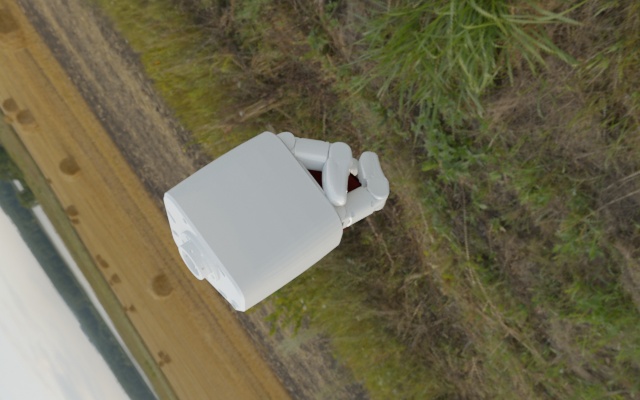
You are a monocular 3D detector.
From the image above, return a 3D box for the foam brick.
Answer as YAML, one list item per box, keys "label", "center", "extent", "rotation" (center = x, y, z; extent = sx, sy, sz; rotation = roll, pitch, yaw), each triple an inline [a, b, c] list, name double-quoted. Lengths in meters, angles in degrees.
- label: "foam brick"
  center: [0.000, 0.002, 0.474]
  extent: [0.051, 0.053, 0.078]
  rotation: [-36, -23, -28]
